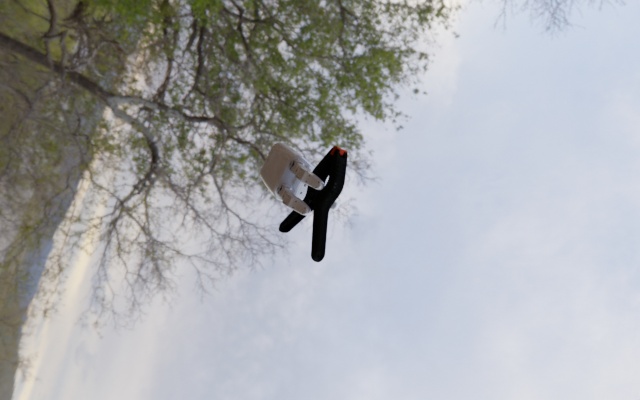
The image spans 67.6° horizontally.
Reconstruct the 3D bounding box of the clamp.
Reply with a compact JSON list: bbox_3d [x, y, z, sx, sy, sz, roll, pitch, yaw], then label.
[{"bbox_3d":[0.001,0.003,0.891,0.036,0.210,0.164,20,13,-34],"label":"clamp"}]
